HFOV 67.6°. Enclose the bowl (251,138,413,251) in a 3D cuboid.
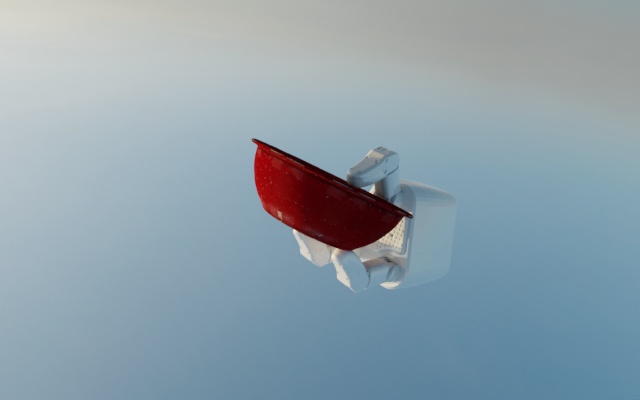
[{"bbox_3d":[-0.001,0.001,0.438,0.162,0.055,0.162,26,4,-2],"label":"bowl"}]
